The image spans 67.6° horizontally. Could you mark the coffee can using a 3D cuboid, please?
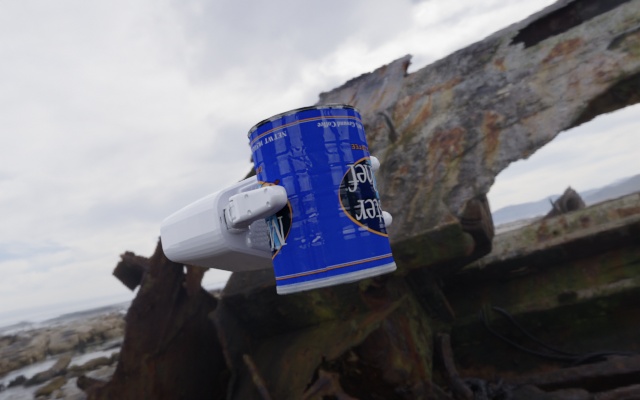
[{"bbox_3d":[0.000,0.001,0.413,0.103,0.140,0.103,-12,-7,-1],"label":"coffee can"}]
